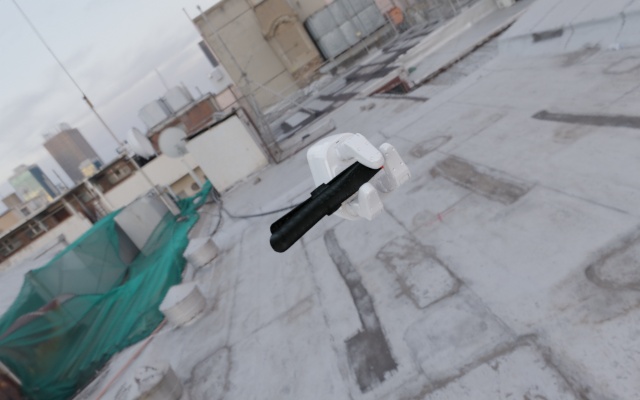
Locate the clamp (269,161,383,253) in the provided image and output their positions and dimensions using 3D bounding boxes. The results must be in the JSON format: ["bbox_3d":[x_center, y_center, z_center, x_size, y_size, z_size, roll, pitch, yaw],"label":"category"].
[{"bbox_3d":[0.000,0.001,0.600,0.171,0.039,0.120,-37,13,-11],"label":"clamp"}]
